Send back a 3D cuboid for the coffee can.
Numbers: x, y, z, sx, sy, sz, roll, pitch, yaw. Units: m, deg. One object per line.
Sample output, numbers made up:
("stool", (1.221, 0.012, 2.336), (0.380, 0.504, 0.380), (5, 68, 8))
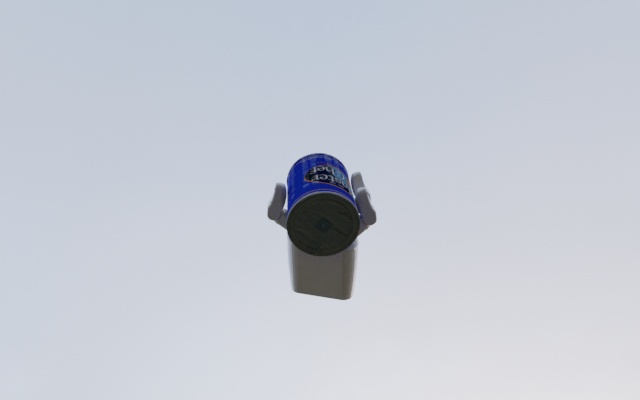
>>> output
("coffee can", (0.000, 0.002, 0.717), (0.103, 0.103, 0.140), (0, 28, -4))
